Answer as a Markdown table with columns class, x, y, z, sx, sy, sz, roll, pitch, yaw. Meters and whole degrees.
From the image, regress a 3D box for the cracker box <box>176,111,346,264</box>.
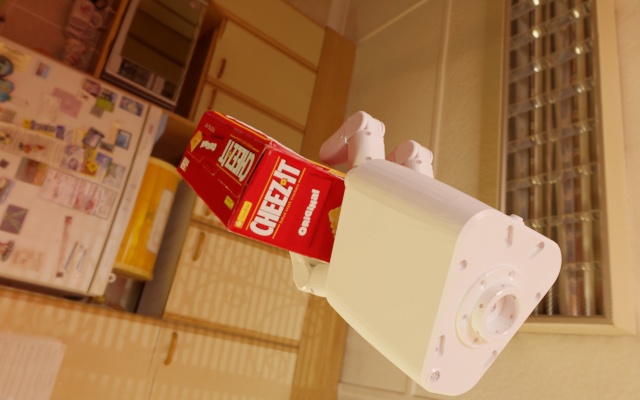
| class | x | y | z | sx | sy | sz | roll | pitch | yaw |
| --- | --- | --- | --- | --- | --- | --- | --- | --- | --- |
| cracker box | 0.000 | 0.002 | 0.425 | 0.214 | 0.072 | 0.164 | 23 | 4 | -33 |
